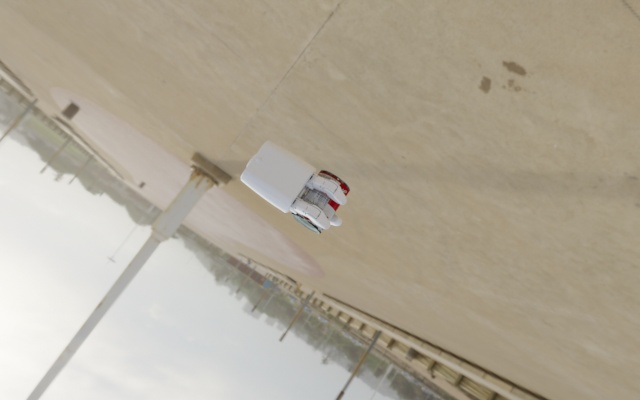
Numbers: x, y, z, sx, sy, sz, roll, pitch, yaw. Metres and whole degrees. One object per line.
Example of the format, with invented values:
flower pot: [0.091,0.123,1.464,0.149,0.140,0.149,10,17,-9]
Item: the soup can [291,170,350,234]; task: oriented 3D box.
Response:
soup can: [0.000,0.003,0.896,0.068,0.102,0.068,33,-12,8]
